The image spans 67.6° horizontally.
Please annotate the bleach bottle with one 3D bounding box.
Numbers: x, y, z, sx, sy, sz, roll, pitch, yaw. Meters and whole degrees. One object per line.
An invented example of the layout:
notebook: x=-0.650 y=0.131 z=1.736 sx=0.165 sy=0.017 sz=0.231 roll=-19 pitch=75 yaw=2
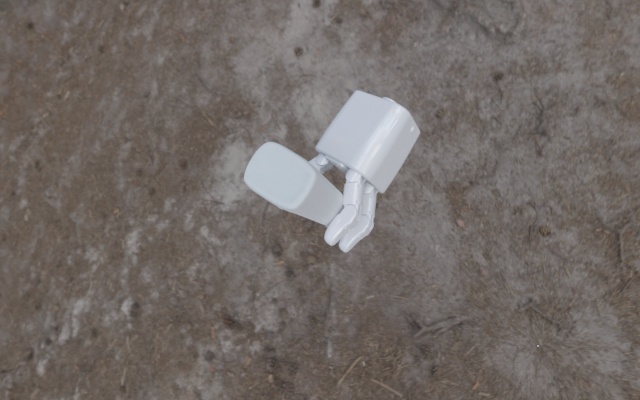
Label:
bleach bottle: x=0.000 y=0.002 z=0.684 sx=0.102 sy=0.068 sz=0.251 roll=32 pitch=0 yaw=29
